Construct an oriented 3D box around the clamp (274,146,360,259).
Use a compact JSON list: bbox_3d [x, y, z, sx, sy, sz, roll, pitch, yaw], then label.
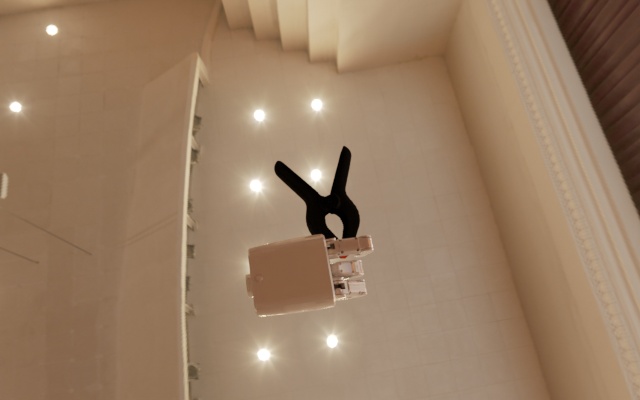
[{"bbox_3d":[0.000,0.003,0.699,0.120,0.171,0.039,-8,-20,-7],"label":"clamp"}]
